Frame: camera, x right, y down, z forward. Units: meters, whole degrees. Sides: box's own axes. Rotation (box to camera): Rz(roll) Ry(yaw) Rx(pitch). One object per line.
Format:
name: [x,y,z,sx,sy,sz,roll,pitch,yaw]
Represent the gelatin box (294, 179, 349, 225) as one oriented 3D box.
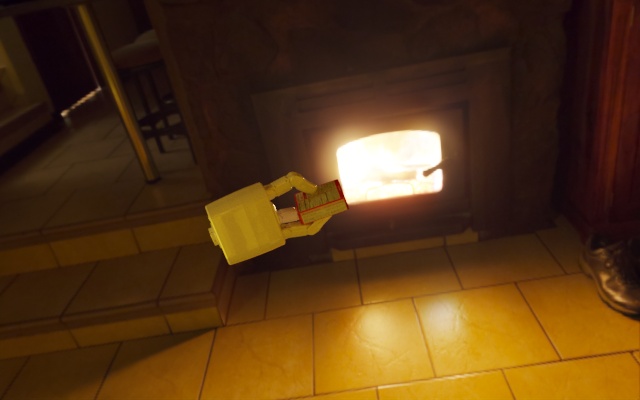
gelatin box: [0.000,0.002,0.857,0.089,0.030,0.073,-20,30,2]
